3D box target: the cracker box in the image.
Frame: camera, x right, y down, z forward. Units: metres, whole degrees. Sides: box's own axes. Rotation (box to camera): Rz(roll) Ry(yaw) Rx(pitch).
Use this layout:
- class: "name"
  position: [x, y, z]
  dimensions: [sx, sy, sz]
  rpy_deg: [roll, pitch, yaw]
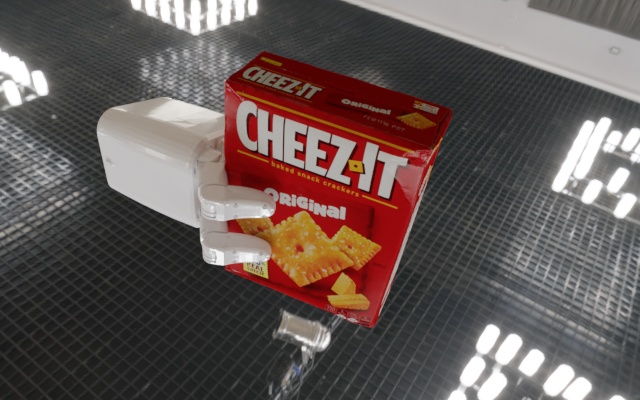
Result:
- class: "cracker box"
  position: [0.000, 0.001, 0.421]
  dimensions: [0.164, 0.214, 0.072]
  rpy_deg: [20, 42, 12]
